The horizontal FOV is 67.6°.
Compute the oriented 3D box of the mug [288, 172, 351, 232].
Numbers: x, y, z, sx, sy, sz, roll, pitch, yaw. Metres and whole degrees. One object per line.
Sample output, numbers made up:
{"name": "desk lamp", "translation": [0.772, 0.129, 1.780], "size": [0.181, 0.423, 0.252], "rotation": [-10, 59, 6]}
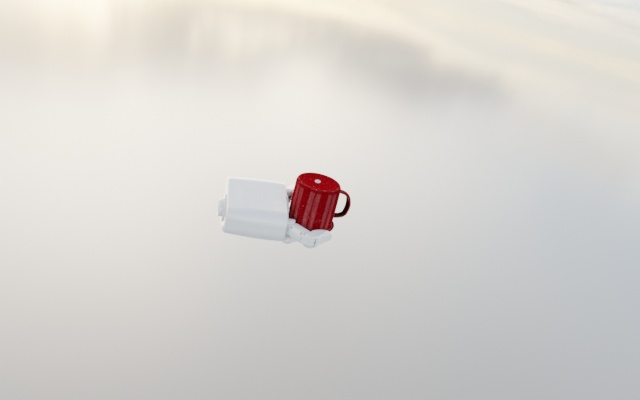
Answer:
{"name": "mug", "translation": [0.002, 0.003, 0.860], "size": [0.117, 0.081, 0.093], "rotation": [6, 26, -18]}
